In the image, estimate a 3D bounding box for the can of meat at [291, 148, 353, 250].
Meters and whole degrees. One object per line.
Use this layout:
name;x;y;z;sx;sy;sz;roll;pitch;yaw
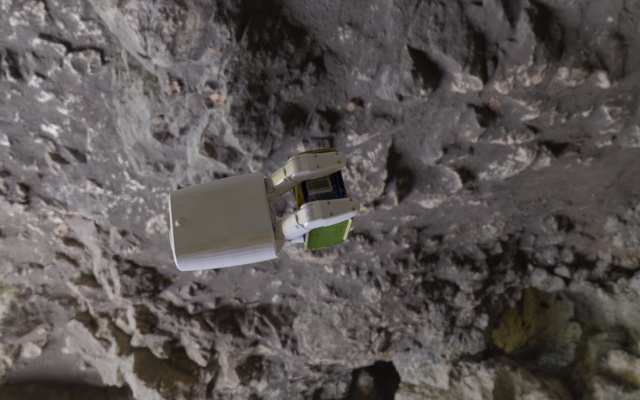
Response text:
can of meat;0.000;0.002;0.554;0.057;0.084;0.102;-9;-24;-8
